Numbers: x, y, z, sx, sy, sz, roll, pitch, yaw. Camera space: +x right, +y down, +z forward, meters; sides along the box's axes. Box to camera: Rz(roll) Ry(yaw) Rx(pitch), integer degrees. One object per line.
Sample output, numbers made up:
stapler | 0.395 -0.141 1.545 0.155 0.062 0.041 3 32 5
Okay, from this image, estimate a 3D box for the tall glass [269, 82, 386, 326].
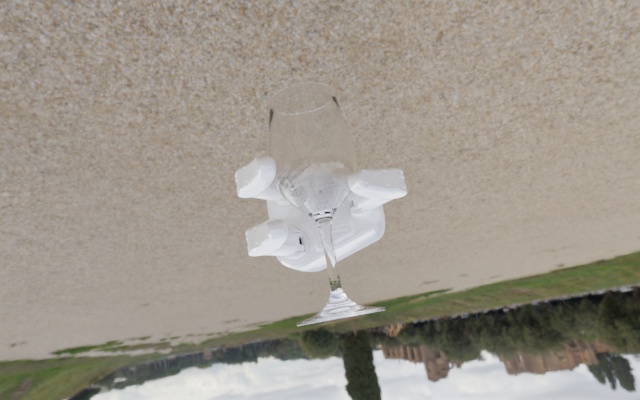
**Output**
tall glass | 0.000 0.002 0.416 0.079 0.201 0.079 -10 -14 -2
